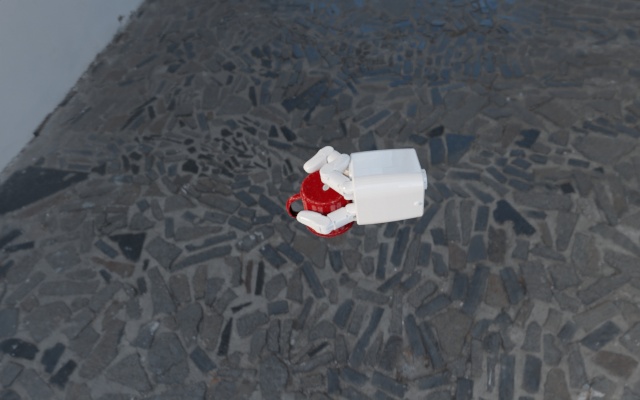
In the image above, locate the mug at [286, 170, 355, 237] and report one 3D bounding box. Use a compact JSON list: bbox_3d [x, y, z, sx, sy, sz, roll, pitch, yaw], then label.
[{"bbox_3d":[-0.001,0.003,0.807,0.117,0.093,0.082,-7,-40,4],"label":"mug"}]
